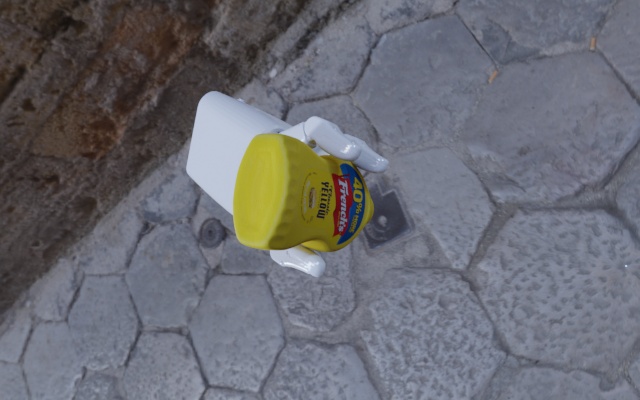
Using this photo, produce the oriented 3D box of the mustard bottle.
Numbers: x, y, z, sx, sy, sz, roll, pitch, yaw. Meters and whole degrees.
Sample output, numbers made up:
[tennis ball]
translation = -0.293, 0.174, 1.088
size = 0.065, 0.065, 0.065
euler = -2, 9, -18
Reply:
[mustard bottle]
translation = 0.000, 0.002, 0.463
size = 0.058, 0.096, 0.191
euler = 5, -4, 33
